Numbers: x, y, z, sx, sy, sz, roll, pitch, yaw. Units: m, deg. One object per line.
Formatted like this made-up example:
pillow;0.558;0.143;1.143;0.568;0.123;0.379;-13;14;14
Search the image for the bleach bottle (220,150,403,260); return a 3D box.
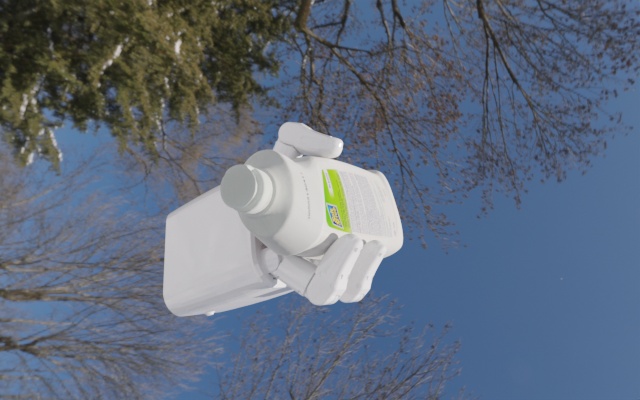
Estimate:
bleach bottle;0.000;0.001;0.418;0.068;0.102;0.251;-23;-18;22
